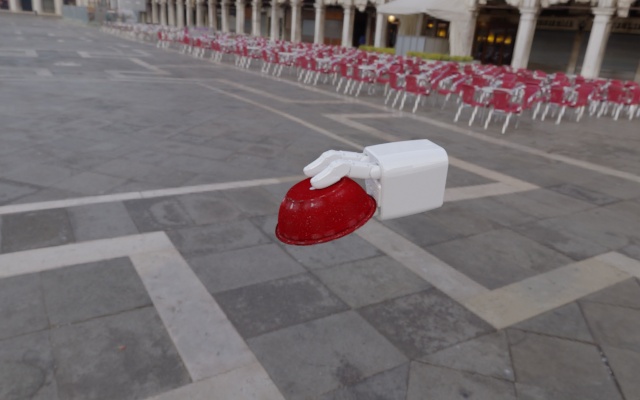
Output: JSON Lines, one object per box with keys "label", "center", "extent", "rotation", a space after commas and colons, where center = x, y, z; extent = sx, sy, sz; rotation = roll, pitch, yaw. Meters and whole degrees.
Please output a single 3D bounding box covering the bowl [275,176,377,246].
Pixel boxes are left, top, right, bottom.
{"label": "bowl", "center": [-0.001, 0.003, 0.717], "extent": [0.162, 0.055, 0.162], "rotation": [-15, 23, 7]}
